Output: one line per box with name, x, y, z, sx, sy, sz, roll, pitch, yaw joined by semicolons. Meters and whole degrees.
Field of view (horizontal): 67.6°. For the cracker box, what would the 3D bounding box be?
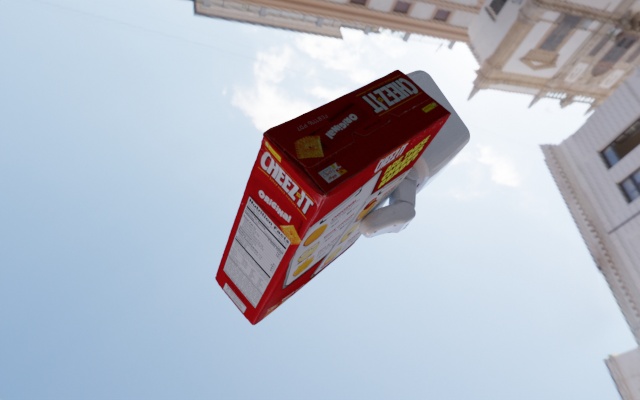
cracker box;0.000;0.002;0.432;0.164;0.072;0.214;-34;-18;-38
